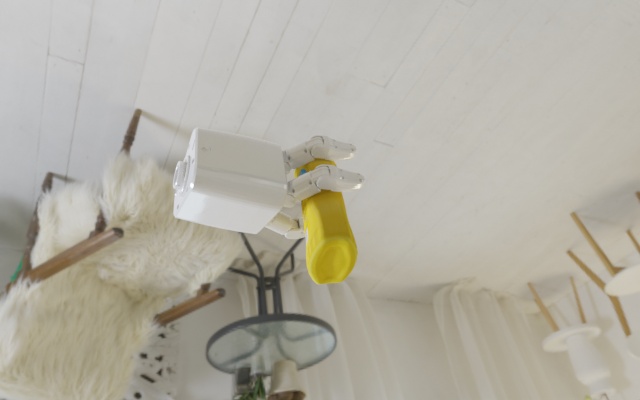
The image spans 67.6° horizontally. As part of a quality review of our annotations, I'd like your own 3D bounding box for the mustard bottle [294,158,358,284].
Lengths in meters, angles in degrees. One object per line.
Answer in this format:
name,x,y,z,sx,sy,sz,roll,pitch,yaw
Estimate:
mustard bottle,0.000,0.002,0.602,0.058,0.191,0.096,-5,-41,-7
